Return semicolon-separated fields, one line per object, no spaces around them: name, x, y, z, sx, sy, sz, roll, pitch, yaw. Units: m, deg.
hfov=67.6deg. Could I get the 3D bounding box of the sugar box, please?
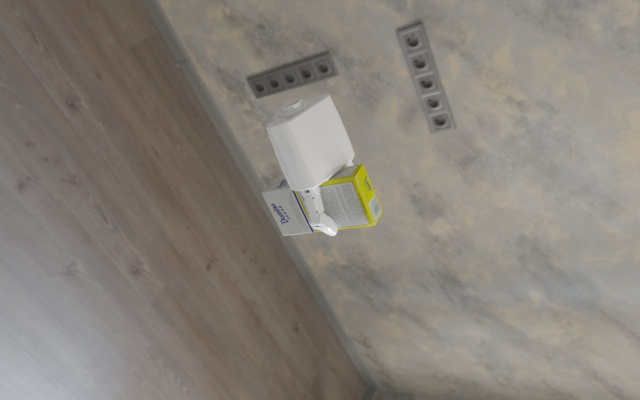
sugar box;0.000;0.002;0.767;0.176;0.093;0.048;-6;29;33
